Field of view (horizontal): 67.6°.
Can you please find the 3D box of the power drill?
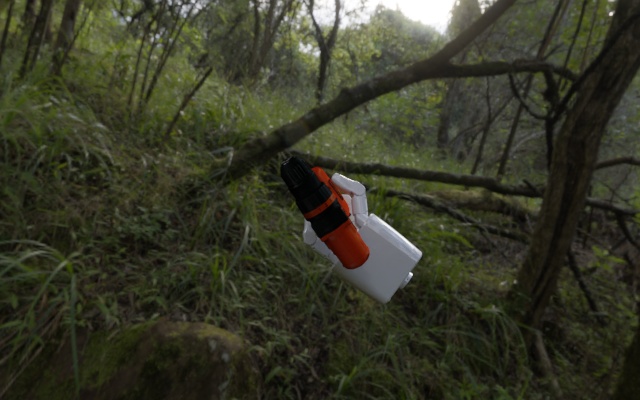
[{"bbox_3d":[0.000,0.002,0.728,0.057,0.184,0.187,-32,13,5],"label":"power drill"}]
